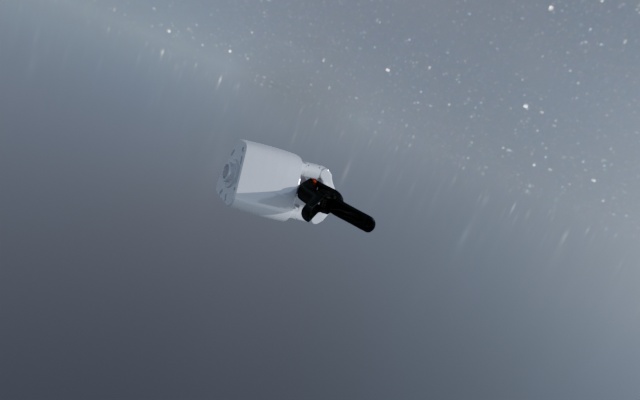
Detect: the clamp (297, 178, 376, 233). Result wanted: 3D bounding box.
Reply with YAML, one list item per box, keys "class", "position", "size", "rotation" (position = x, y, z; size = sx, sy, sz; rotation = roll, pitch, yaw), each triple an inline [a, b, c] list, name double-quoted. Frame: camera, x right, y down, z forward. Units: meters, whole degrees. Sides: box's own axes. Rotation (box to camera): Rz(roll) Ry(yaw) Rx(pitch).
- class: "clamp"
  position: [0.000, 0.002, 0.769]
  size: [0.120, 0.039, 0.171]
  rotation: [15, 13, -33]
